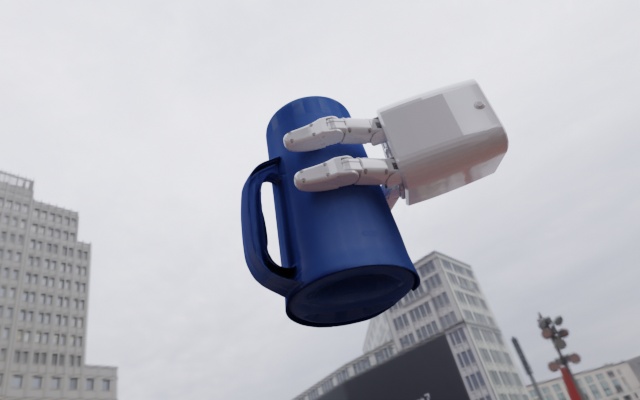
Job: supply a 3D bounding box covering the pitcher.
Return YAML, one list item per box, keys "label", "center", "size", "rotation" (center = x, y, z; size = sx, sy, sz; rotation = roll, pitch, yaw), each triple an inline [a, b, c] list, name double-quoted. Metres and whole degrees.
- label: "pitcher"
  center: [0.000, 0.002, 0.516]
  size: [0.145, 0.242, 0.149]
  rotation: [-19, -34, 6]
